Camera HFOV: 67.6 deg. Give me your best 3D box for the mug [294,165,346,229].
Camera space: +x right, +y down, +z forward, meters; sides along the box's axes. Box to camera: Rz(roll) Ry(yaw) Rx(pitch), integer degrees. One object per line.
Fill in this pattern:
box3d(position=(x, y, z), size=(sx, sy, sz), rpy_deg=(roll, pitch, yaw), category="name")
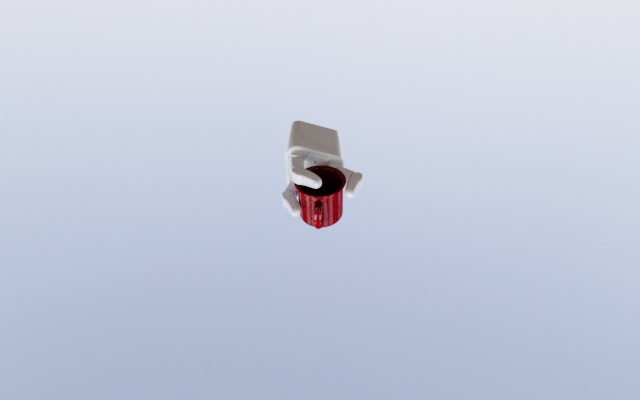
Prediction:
box3d(position=(0.000, 0.004, 0.863), size=(0.093, 0.082, 0.117), rpy_deg=(0, 40, 2), category="mug")
